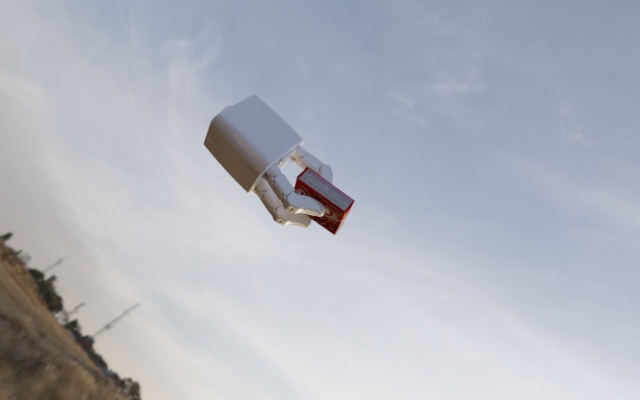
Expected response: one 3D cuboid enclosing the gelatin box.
[{"bbox_3d":[0.001,0.002,0.708,0.089,0.030,0.073,35,-32,9],"label":"gelatin box"}]
